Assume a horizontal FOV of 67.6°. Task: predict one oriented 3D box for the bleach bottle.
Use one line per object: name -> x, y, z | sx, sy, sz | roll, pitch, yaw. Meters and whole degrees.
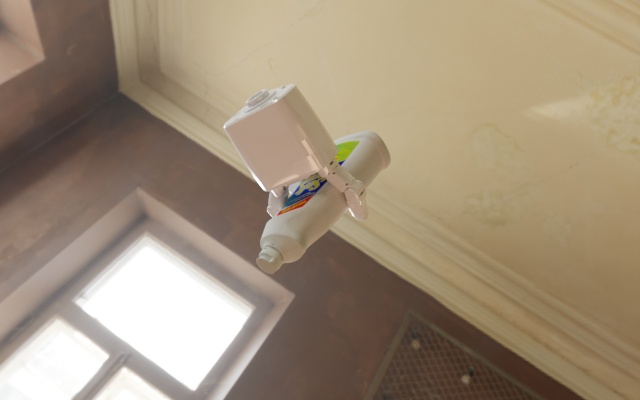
bleach bottle -> 0.000, 0.002, 0.660 | 0.102, 0.068, 0.250 | -8, 33, 44
